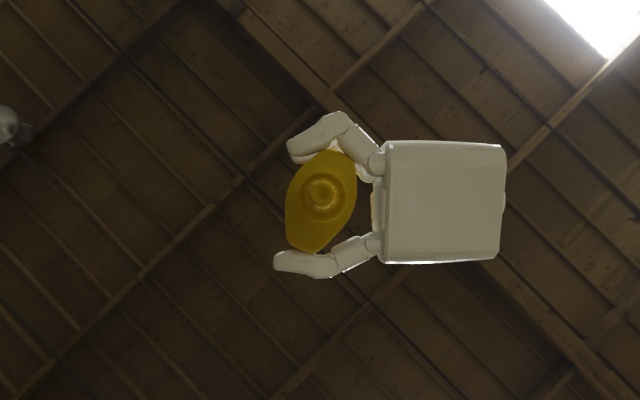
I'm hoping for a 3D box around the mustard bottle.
[{"bbox_3d":[0.000,0.001,0.451,0.058,0.096,0.191,24,-3,0],"label":"mustard bottle"}]
